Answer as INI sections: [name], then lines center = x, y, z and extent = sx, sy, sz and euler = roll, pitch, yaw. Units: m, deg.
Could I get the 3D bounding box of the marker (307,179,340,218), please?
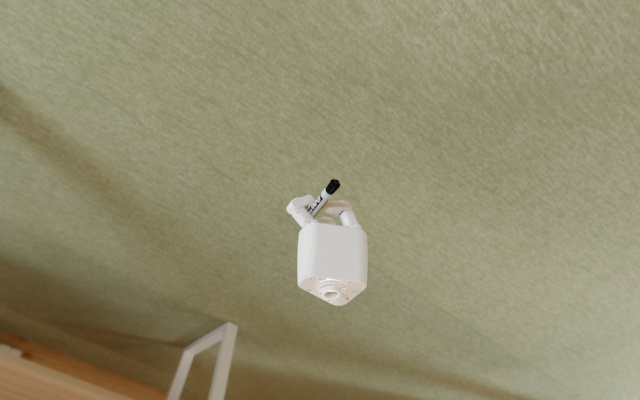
[marker]
center = 0.000, 0.003, 0.827
extent = 0.020, 0.020, 0.121
euler = 0, -34, -33
